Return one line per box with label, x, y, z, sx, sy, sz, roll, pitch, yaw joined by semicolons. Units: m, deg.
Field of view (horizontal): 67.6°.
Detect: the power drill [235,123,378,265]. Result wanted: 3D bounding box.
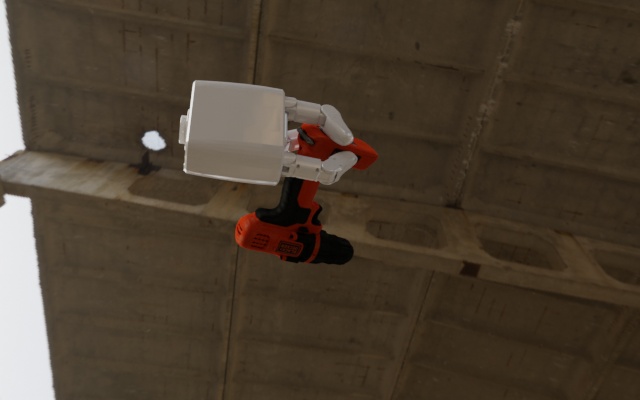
power drill;0.000;0.002;0.639;0.184;0.188;0.057;15;21;-34
